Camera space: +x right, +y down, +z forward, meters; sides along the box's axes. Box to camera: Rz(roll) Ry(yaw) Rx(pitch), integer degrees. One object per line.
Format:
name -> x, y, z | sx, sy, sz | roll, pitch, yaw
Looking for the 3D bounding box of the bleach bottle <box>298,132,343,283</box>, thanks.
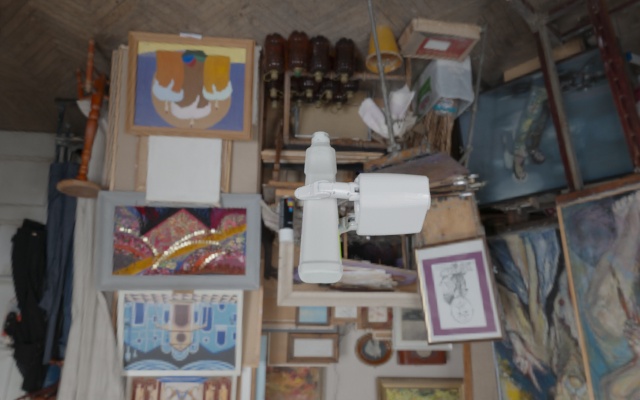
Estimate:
bleach bottle -> 0.000, 0.003, 0.779 | 0.068, 0.250, 0.103 | 0, -19, -1
